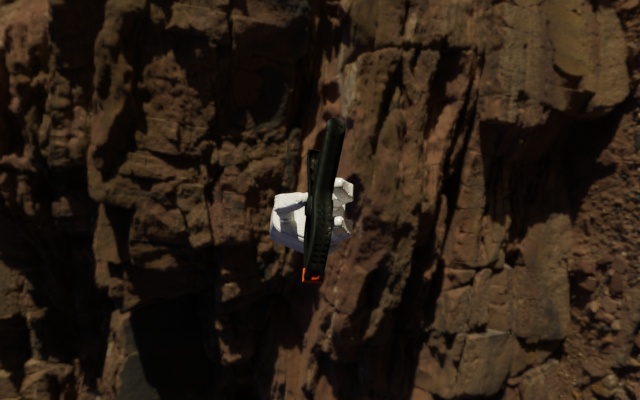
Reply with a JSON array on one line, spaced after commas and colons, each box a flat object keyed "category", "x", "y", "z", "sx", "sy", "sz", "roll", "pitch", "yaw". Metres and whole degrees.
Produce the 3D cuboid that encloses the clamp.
[{"category": "clamp", "x": -0.001, "y": 0.003, "z": 0.634, "sx": 0.036, "sy": 0.210, "sz": 0.164, "roll": 6, "pitch": -17, "yaw": -9}]
